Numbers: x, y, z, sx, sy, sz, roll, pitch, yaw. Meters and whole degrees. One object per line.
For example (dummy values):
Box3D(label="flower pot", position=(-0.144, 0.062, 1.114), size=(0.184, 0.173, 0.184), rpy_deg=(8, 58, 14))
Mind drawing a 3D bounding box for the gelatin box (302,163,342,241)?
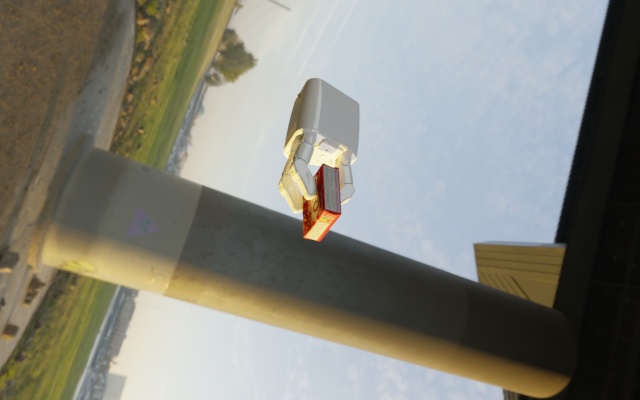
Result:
Box3D(label="gelatin box", position=(0.001, 0.003, 0.694), size=(0.030, 0.089, 0.073), rpy_deg=(14, -40, -21))
